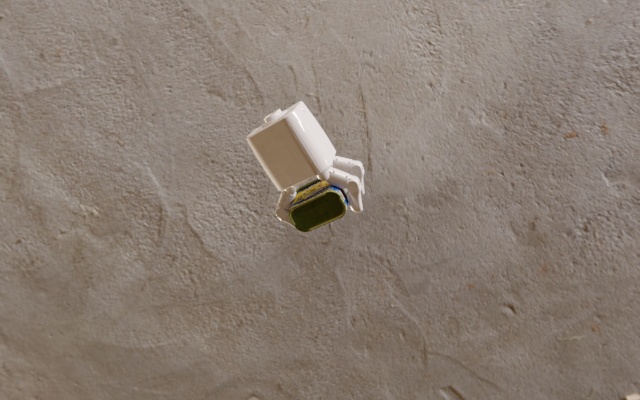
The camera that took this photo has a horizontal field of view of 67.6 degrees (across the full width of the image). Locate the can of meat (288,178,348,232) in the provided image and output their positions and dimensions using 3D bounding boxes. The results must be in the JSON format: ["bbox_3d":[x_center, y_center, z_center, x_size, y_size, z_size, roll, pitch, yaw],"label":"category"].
[{"bbox_3d":[0.000,0.003,0.805,0.102,0.057,0.084,-25,18,18],"label":"can of meat"}]
